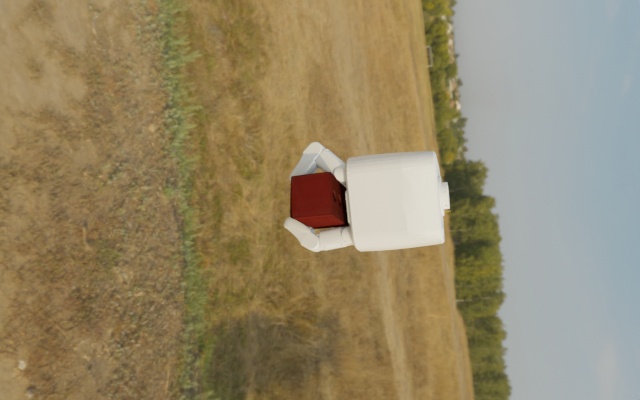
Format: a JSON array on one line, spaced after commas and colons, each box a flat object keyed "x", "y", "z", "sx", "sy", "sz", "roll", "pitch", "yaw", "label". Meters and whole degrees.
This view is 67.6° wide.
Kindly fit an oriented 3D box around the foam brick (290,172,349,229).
[{"x": 0.000, "y": 0.002, "z": 0.586, "sx": 0.051, "sy": 0.053, "sz": 0.078, "roll": -5, "pitch": -15, "yaw": 17, "label": "foam brick"}]
